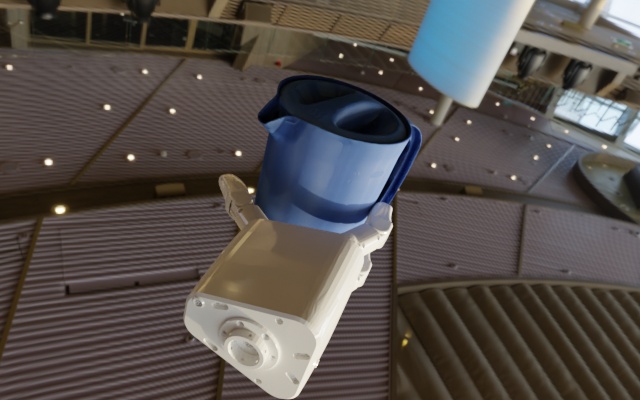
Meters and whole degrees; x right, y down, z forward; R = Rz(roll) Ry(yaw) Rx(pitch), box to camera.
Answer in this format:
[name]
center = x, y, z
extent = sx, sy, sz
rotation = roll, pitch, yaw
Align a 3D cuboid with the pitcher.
[pitcher]
center = 0.000, 0.002, 0.515
extent = 0.149, 0.243, 0.145
rotation = 24, 33, 5
